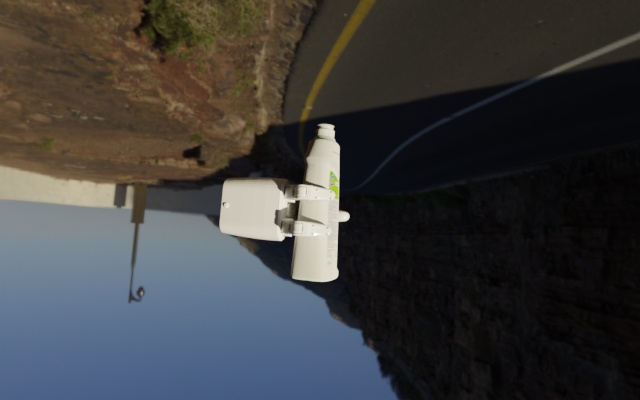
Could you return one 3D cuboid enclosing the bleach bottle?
[{"bbox_3d":[0.000,0.003,0.785,0.068,0.251,0.102,4,-4,15],"label":"bleach bottle"}]
